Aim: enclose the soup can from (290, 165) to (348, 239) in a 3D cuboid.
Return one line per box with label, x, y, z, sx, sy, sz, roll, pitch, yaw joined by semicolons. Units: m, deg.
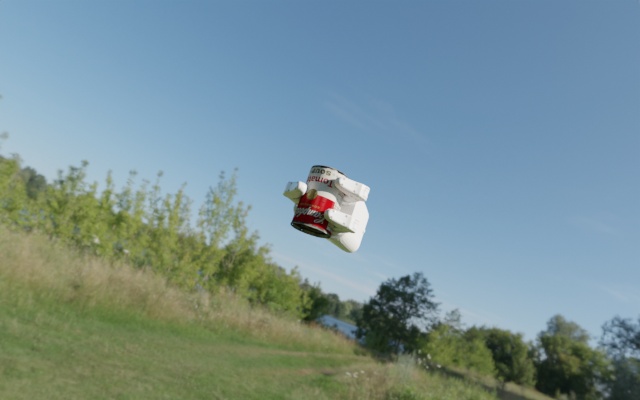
soup can;0.000;0.002;0.771;0.068;0.102;0.068;18;-15;5
